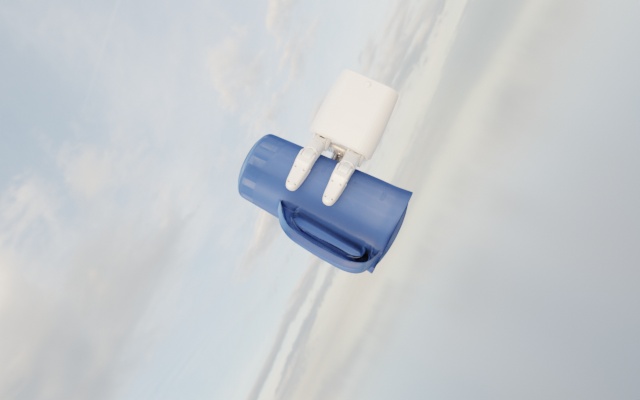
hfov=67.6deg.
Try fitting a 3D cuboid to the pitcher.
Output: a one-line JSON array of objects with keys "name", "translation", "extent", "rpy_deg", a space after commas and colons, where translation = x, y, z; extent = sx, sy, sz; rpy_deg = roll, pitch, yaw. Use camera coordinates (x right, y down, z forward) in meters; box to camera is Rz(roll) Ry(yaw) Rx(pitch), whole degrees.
[{"name": "pitcher", "translation": [0.000, 0.002, 0.703], "extent": [0.243, 0.145, 0.149], "rpy_deg": [26, -4, 8]}]
